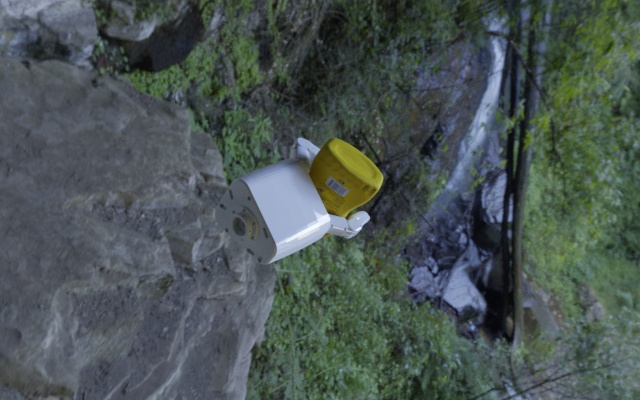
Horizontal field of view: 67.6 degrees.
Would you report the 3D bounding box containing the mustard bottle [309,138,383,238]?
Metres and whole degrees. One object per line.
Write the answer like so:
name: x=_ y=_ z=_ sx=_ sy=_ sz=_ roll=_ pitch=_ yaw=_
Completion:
mustard bottle: x=0.000 y=0.002 z=0.701 sx=0.192 sy=0.096 sz=0.058 roll=-49 pitch=8 yaw=40
